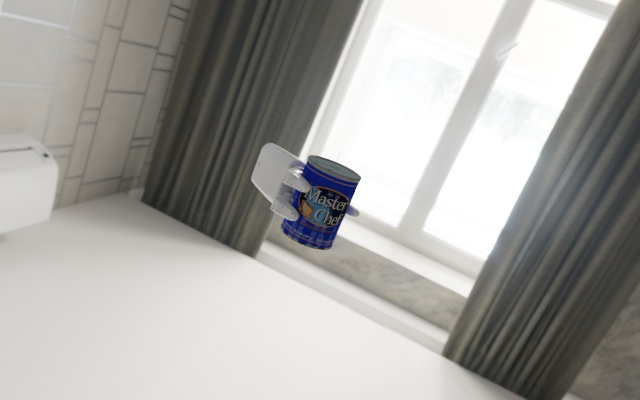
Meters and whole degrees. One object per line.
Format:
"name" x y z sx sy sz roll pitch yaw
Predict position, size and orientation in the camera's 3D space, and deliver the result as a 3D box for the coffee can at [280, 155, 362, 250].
"coffee can" 0.000 0.003 0.856 0.103 0.140 0.102 21 15 -6
